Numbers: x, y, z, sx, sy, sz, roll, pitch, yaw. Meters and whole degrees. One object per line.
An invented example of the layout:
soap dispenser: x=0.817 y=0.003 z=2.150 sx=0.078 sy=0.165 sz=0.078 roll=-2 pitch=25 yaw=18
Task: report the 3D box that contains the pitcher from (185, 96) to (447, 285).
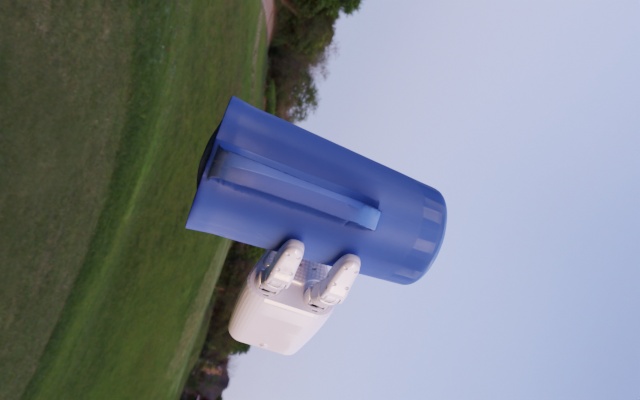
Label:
pitcher: x=0.000 y=0.002 z=0.470 sx=0.243 sy=0.149 sz=0.145 roll=19 pitch=-48 yaw=-12
